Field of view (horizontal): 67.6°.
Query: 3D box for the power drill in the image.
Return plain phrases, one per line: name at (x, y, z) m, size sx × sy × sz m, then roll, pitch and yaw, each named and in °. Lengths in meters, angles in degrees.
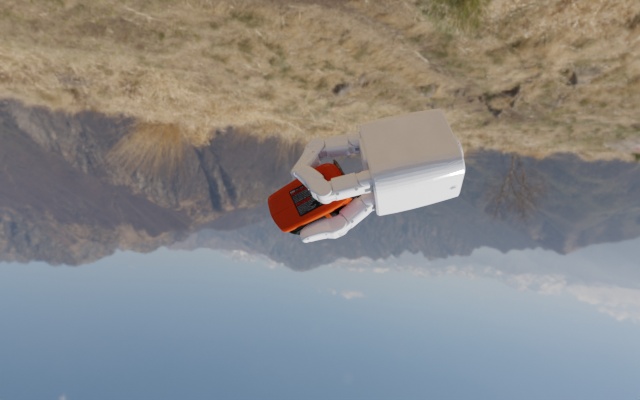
power drill at (0.000, 0.002, 0.673) m, size 0.184 × 0.057 × 0.187 m, roll -31°, pitch -8°, yaw 18°
